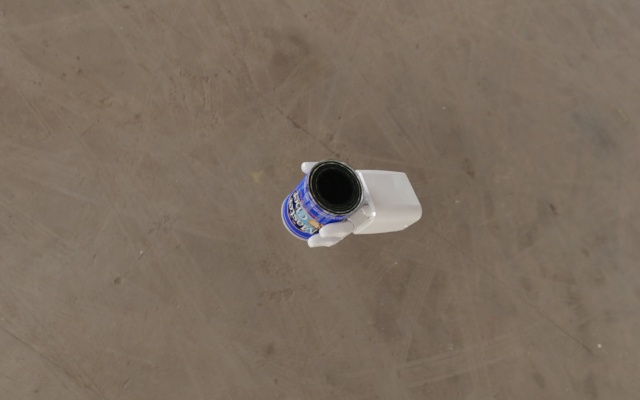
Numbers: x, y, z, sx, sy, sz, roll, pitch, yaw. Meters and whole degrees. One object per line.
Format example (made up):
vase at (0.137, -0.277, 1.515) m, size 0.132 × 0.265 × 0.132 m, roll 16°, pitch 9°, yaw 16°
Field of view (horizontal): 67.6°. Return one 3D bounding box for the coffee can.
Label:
coffee can at (0.000, 0.003, 0.848) m, size 0.103 × 0.102 × 0.140 m, roll 0°, pitch -21°, yaw -24°
